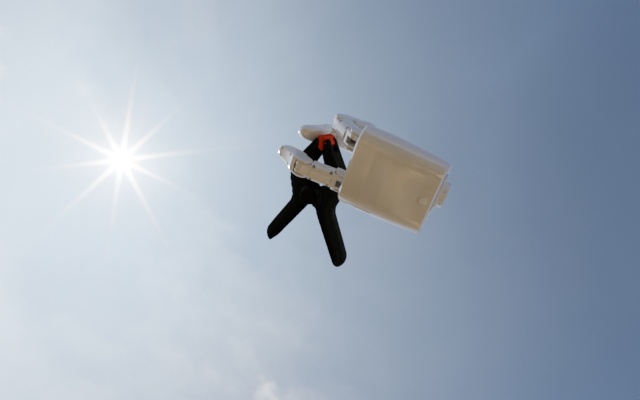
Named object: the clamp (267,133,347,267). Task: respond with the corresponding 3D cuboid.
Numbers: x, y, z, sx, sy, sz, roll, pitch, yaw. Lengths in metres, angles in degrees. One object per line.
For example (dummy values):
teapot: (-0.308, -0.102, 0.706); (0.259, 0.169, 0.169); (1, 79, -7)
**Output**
clamp: (0.000, 0.002, 0.622); (0.120, 0.171, 0.039); (26, 26, 14)
